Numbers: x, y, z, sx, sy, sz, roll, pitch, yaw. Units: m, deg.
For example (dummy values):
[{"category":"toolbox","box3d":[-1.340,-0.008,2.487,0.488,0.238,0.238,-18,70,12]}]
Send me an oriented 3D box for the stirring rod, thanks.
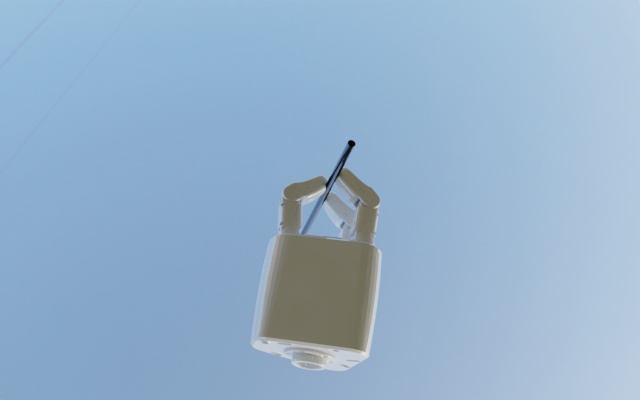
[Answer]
[{"category":"stirring rod","box3d":[0.000,0.002,0.560,0.011,0.011,0.240,0,-28,-16]}]
